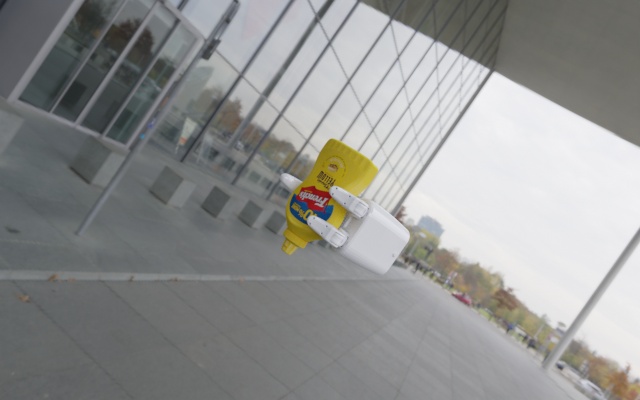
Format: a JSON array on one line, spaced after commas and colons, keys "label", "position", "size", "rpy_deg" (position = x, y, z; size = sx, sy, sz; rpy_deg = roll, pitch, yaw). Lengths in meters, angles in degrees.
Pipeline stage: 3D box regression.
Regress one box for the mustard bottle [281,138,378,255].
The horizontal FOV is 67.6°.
[{"label": "mustard bottle", "position": [0.000, 0.002, 0.747], "size": [0.096, 0.191, 0.058], "rpy_deg": [35, 1, 31]}]
